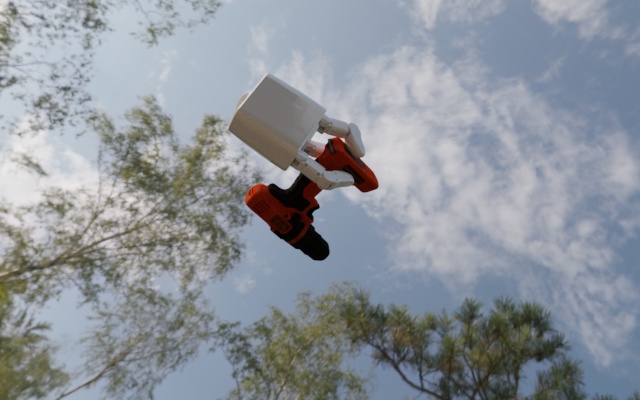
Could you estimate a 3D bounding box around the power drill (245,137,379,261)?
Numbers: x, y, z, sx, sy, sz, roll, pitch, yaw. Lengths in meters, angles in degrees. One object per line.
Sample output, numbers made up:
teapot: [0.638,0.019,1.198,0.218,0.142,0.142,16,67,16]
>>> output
power drill: [0.000,0.002,0.778,0.184,0.188,0.057,42,18,-28]
